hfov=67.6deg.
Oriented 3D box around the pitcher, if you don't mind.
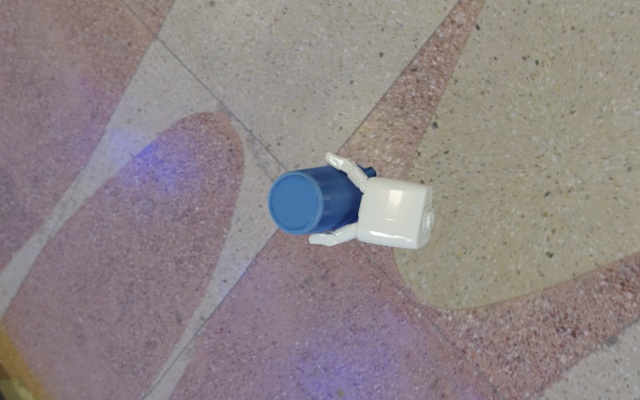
[{"bbox_3d":[0.000,0.003,0.894,0.145,0.149,0.243,11,9,25],"label":"pitcher"}]
